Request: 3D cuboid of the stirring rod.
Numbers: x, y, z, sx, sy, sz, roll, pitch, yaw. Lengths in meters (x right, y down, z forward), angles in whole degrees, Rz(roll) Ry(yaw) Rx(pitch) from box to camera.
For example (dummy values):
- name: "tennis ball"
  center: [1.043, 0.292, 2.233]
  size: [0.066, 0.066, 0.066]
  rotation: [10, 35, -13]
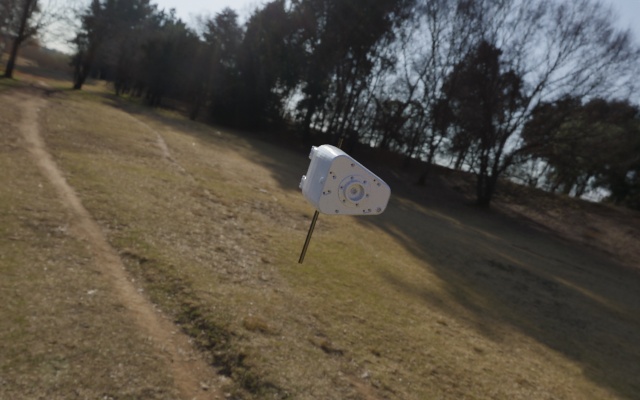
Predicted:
- name: "stirring rod"
  center: [0.000, 0.003, 0.868]
  size: [0.011, 0.239, 0.011]
  rotation: [18, 8, -3]
